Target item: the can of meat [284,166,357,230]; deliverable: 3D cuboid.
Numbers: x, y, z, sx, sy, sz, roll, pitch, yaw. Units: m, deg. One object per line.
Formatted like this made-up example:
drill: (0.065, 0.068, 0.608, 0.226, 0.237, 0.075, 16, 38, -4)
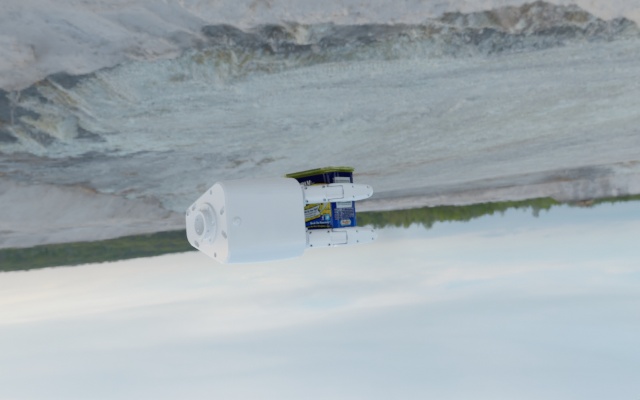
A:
can of meat: (0.000, 0.002, 0.642, 0.057, 0.084, 0.102, -1, -4, -45)
